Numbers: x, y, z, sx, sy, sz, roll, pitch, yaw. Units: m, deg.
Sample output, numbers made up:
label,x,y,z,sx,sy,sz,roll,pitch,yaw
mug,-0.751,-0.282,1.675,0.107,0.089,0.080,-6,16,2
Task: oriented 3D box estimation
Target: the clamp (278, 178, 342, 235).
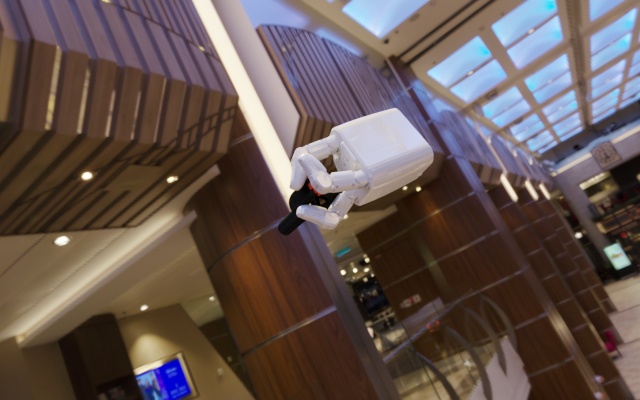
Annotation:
label,x,y,z,sx,sy,sz,roll,pitch,yaw
clamp,0.000,0.002,0.721,0.120,0.039,0.171,-23,-14,-19
